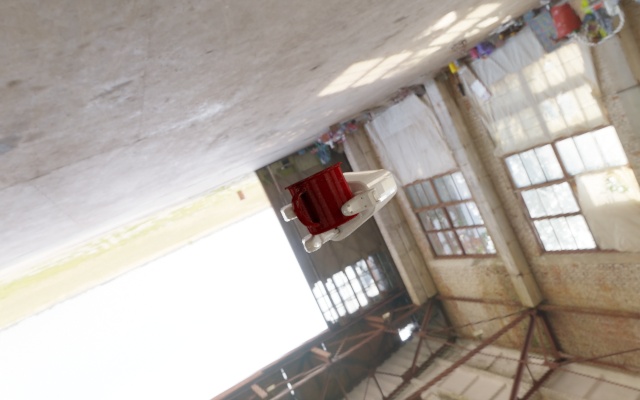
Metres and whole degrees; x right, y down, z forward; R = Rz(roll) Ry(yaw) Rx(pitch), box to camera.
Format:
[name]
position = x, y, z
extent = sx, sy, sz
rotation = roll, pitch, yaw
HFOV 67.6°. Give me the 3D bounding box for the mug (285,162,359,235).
[mug]
position = 0.000, 0.003, 0.692
extent = 0.093, 0.081, 0.117
rotation = -23, 4, 33
